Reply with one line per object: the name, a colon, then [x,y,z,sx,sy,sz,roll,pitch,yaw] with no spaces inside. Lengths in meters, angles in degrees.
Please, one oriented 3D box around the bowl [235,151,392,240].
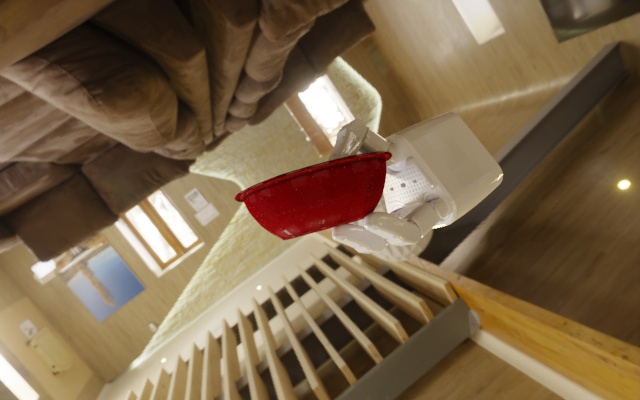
bowl: [-0.001,0.002,0.475,0.162,0.055,0.162,-15,-4,-1]
